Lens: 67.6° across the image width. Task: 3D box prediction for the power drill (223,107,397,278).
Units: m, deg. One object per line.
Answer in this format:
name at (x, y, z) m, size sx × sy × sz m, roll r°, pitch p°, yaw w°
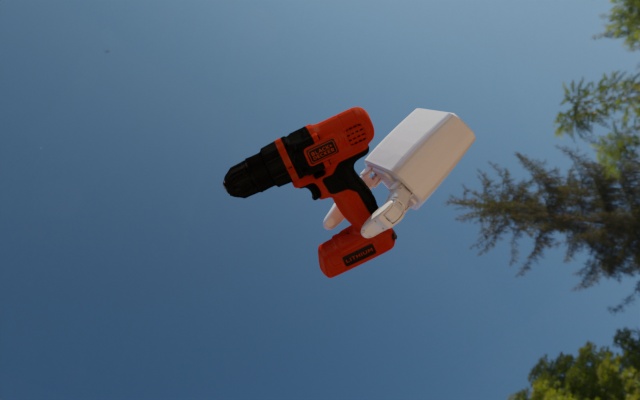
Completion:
power drill at (0.001, 0.002, 0.578) m, size 0.184 × 0.188 × 0.057 m, roll -25°, pitch 29°, yaw 1°
